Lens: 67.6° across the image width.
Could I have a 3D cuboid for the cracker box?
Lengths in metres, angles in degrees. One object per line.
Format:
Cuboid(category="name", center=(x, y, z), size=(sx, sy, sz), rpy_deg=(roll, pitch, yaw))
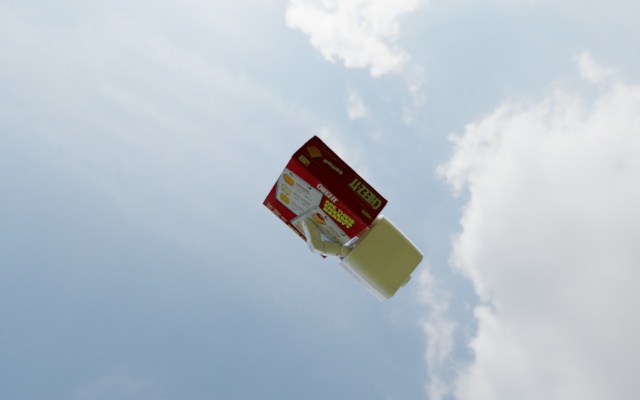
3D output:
Cuboid(category="cracker box", center=(0.000, 0.003, 0.839), size=(0.072, 0.164, 0.214), rpy_deg=(-48, 0, -28))
